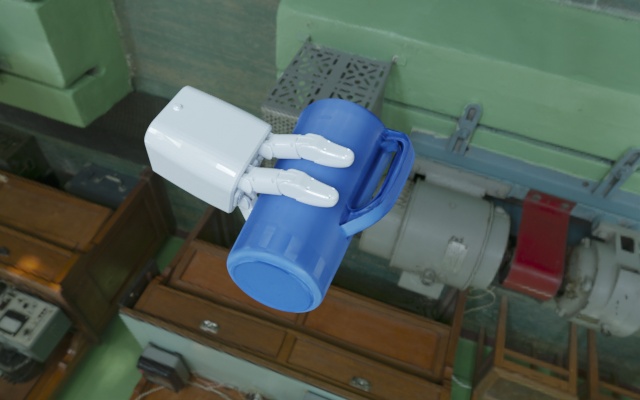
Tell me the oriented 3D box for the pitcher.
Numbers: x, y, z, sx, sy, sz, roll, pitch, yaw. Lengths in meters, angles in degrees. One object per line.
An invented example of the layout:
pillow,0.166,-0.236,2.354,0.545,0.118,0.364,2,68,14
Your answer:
pitcher,0.000,0.002,0.554,0.145,0.242,0.149,28,-37,-4
